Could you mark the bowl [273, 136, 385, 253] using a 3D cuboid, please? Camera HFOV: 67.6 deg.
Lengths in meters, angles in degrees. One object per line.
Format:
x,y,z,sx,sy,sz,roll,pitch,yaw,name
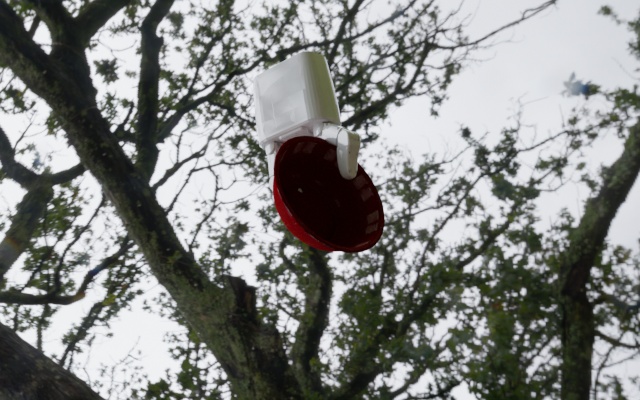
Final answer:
0.000,0.003,0.579,0.162,0.162,0.055,0,-31,-42,bowl
